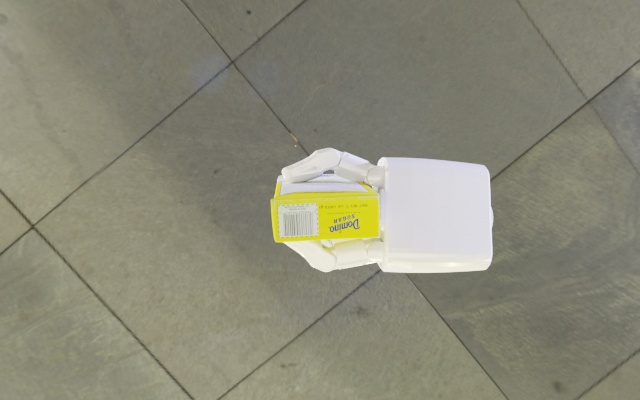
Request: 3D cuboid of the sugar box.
[{"bbox_3d":[0.000,0.002,0.489,0.093,0.048,0.176,-2,7,-2],"label":"sugar box"}]
